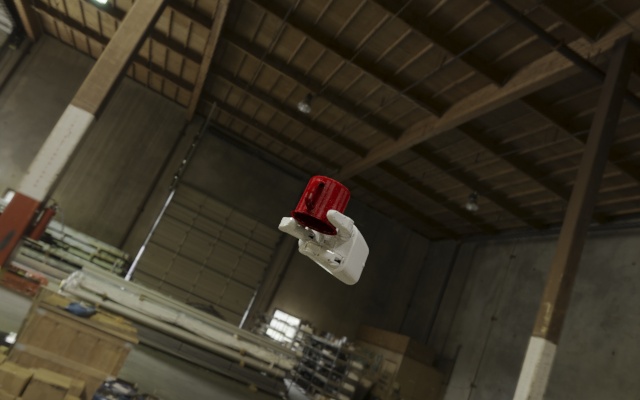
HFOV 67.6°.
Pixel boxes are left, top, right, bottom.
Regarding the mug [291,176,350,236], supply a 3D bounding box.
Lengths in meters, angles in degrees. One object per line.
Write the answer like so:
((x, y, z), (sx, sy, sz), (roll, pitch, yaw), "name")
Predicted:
((0.000, 0.002, 0.870), (0.093, 0.081, 0.117), (16, -19, 27), "mug")
